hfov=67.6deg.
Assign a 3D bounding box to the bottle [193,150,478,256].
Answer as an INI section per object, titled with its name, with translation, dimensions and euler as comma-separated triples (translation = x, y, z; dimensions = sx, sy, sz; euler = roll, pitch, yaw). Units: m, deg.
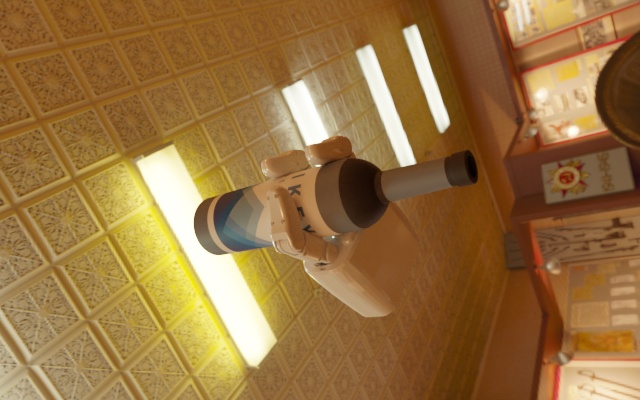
[bottle]
translation = 0.000, 0.001, 0.454
dimensions = 0.296, 0.069, 0.069
euler = -13, -8, 35
